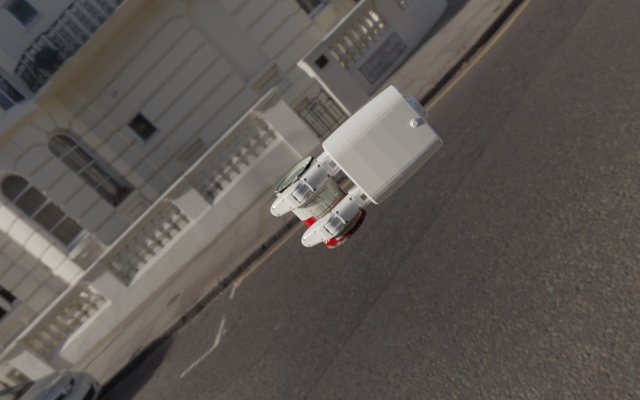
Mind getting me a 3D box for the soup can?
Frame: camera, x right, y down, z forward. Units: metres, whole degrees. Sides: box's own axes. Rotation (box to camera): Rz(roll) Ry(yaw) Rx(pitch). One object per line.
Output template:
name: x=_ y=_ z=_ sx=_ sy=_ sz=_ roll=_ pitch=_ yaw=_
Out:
soup can: x=0.000 y=0.002 z=0.610 sx=0.102 sy=0.068 sz=0.068 roll=46 pitch=-14 yaw=-14
